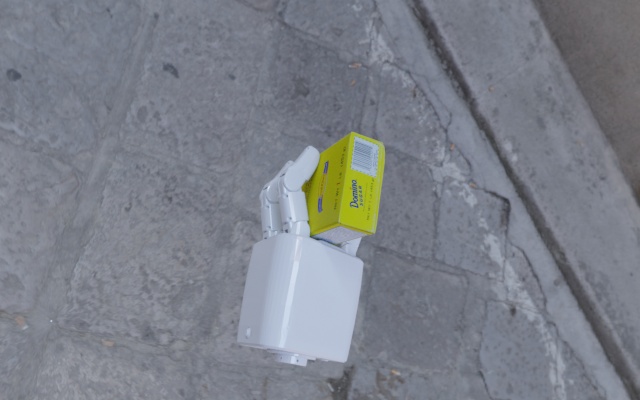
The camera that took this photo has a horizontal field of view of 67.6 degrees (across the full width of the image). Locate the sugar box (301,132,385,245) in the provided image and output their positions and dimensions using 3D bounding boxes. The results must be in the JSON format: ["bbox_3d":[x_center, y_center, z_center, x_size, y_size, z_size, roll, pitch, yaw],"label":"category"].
[{"bbox_3d":[0.000,0.002,0.510,0.048,0.093,0.176,19,-21,-24],"label":"sugar box"}]
